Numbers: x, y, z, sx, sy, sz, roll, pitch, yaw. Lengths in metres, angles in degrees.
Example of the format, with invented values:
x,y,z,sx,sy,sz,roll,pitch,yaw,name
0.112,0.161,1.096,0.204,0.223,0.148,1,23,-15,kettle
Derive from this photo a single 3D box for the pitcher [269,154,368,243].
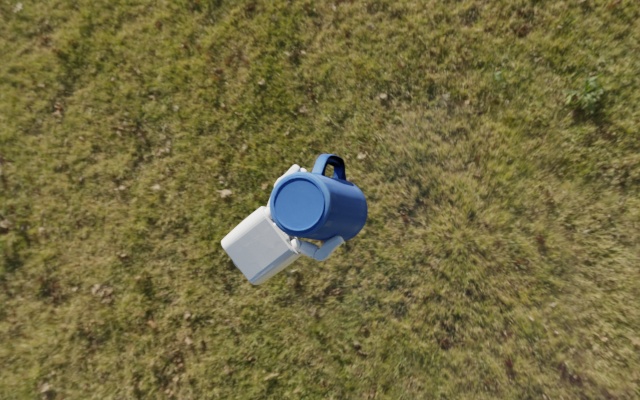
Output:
x,y,z,sx,sy,sz,roll,pitch,yaw,name
0.000,0.003,0.883,0.145,0.149,0.243,-38,-13,11,pitcher
